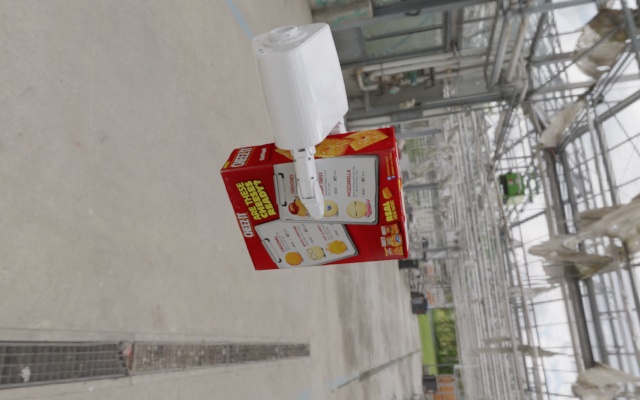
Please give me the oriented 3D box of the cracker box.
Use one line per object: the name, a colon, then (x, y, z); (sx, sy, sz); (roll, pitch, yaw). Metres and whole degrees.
cracker box: (0.000, 0.002, 0.625); (0.214, 0.164, 0.072); (-6, 32, 12)
